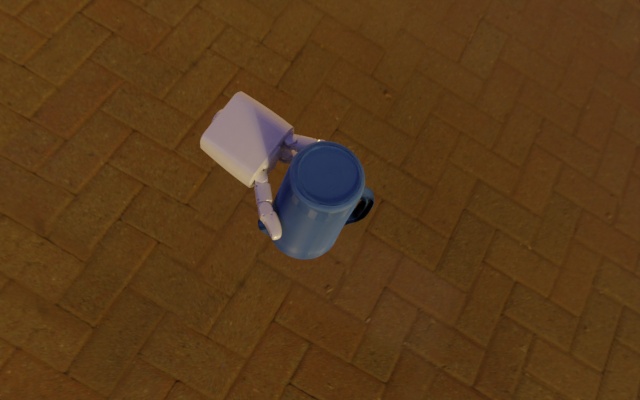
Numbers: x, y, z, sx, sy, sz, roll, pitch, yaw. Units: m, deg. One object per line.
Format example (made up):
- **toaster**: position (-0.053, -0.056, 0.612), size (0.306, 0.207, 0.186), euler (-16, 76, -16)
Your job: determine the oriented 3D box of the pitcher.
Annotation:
- **pitcher**: position (0.000, 0.002, 0.760), size (0.145, 0.149, 0.243), euler (39, -21, 4)
